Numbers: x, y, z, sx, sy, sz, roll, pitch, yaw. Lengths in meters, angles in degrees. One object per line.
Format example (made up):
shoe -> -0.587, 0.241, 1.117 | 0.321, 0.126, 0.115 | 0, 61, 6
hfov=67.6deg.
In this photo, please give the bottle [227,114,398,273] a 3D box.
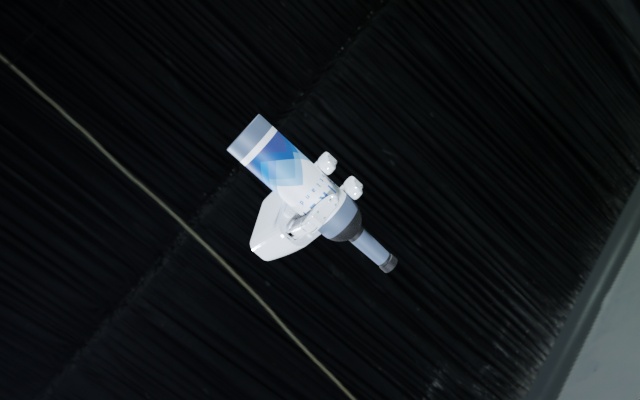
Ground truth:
bottle -> 0.000, 0.002, 0.685 | 0.296, 0.069, 0.069 | 42, -12, -13
